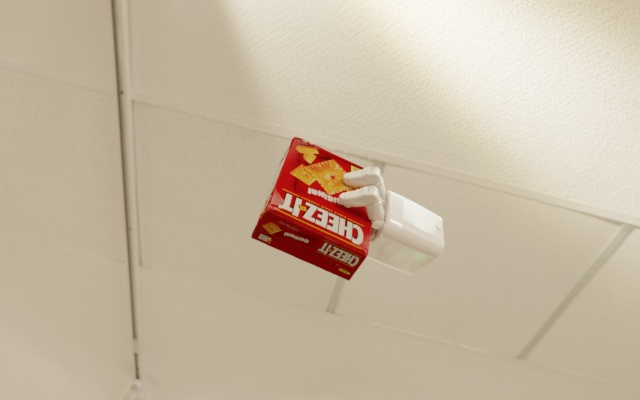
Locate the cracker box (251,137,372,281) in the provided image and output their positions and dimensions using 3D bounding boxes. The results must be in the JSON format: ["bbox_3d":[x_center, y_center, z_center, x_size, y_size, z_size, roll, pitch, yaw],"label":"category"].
[{"bbox_3d":[0.000,0.003,0.768,0.164,0.072,0.213,24,37,-8],"label":"cracker box"}]
